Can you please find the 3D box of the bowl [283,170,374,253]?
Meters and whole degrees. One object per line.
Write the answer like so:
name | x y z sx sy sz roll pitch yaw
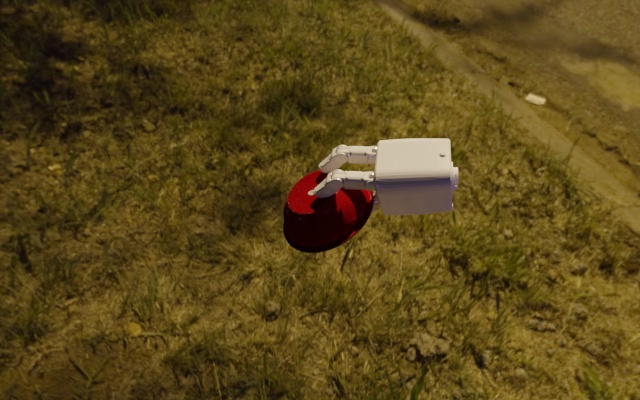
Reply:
bowl | -0.001 0.003 0.759 0.162 0.162 0.055 0 -40 34
